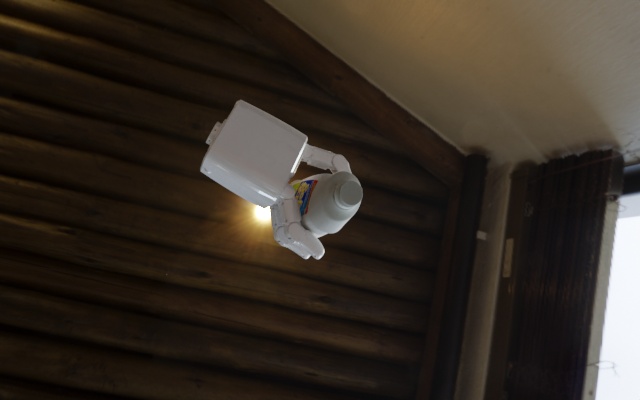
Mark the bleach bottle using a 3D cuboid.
[{"bbox_3d":[0.000,0.002,0.660,0.068,0.102,0.251,29,-16,-12],"label":"bleach bottle"}]
